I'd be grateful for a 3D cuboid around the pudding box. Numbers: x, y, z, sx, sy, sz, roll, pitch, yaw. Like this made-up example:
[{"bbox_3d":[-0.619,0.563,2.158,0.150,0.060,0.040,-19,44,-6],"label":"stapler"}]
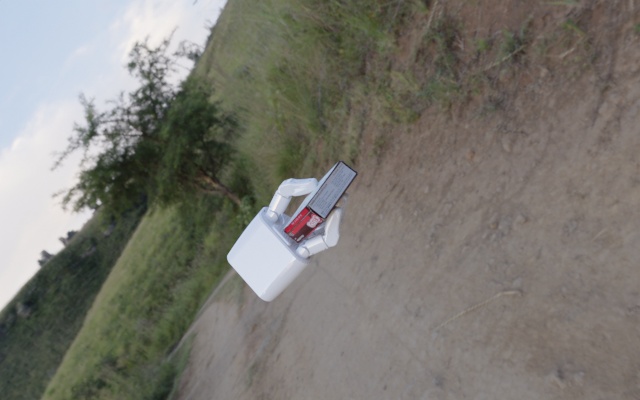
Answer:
[{"bbox_3d":[0.000,0.002,0.718,0.039,0.113,0.090,39,-38,-6],"label":"pudding box"}]
